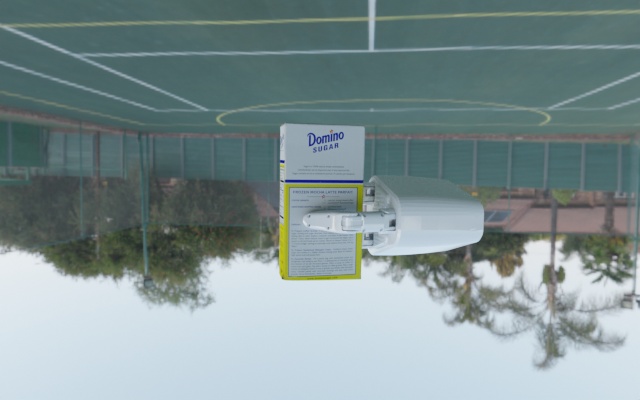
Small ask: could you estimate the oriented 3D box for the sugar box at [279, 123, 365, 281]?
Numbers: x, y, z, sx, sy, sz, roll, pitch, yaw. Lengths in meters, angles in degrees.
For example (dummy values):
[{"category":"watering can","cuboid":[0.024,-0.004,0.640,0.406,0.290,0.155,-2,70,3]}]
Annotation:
[{"category":"sugar box","cuboid":[0.000,0.002,0.548,0.093,0.176,0.048,1,3,-13]}]
